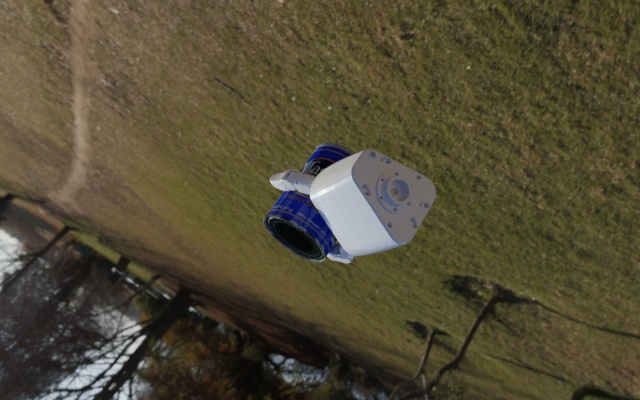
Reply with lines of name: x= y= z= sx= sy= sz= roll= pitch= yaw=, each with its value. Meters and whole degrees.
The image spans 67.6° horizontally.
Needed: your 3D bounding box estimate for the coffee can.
coffee can: x=0.000 y=0.002 z=0.684 sx=0.103 sy=0.140 sz=0.103 roll=28 pitch=-25 yaw=15
